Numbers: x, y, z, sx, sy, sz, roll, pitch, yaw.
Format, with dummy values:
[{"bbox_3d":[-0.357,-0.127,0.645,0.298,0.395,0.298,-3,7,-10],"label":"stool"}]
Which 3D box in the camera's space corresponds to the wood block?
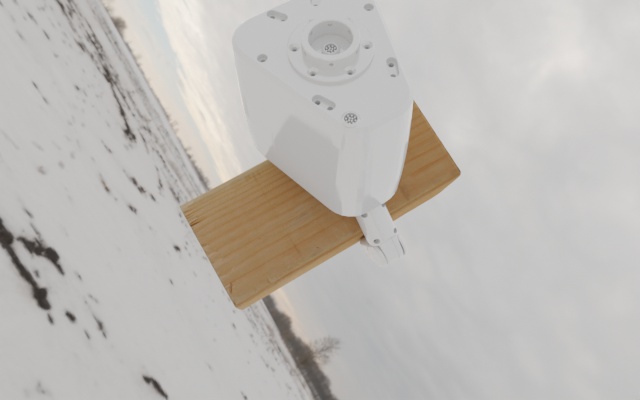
[{"bbox_3d":[0.000,0.001,0.411,0.206,0.091,0.090,-29,-9,-11],"label":"wood block"}]
